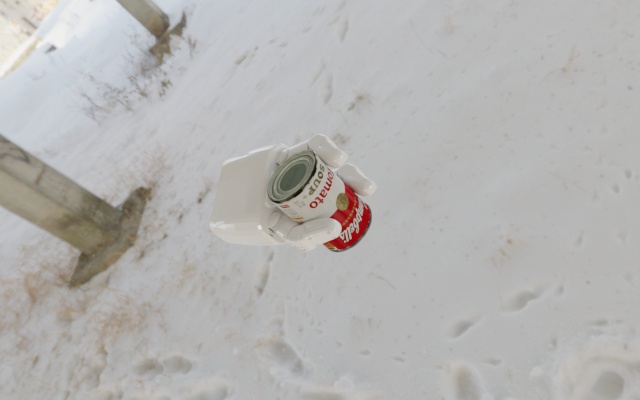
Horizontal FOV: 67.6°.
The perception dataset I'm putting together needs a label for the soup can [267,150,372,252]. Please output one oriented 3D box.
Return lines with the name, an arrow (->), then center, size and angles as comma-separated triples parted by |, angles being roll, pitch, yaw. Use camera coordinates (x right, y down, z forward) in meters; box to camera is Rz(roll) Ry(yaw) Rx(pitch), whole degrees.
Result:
soup can -> 0.000, 0.002, 0.517 | 0.068, 0.068, 0.102 | 0, -34, 47
